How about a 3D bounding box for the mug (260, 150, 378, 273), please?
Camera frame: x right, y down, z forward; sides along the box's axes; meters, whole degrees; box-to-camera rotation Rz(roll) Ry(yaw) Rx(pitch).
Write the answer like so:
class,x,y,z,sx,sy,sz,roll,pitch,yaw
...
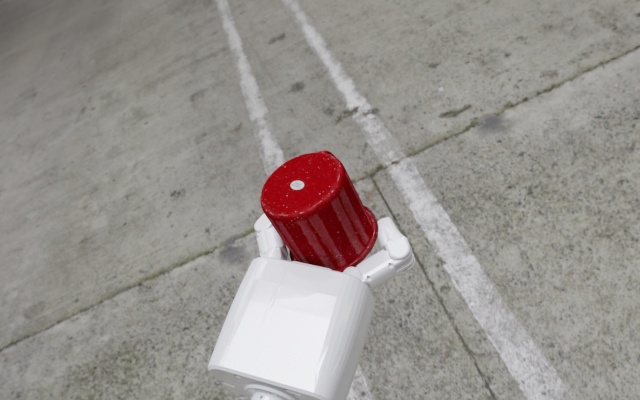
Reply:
class,x,y,z,sx,sy,sz,roll,pitch,yaw
mug,0.000,0.000,0.448,0.093,0.117,0.081,-4,-43,27
